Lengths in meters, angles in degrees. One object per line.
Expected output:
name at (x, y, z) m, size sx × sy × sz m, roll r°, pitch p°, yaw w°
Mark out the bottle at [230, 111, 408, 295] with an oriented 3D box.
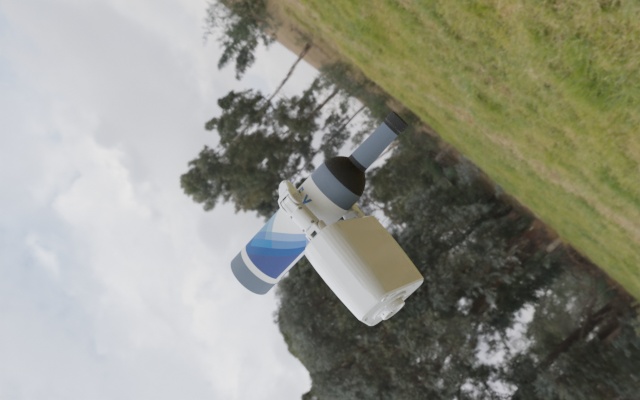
bottle at (0.000, 0.002, 0.622) m, size 0.296 × 0.069 × 0.069 m, roll -46°, pitch -15°, yaw 15°
